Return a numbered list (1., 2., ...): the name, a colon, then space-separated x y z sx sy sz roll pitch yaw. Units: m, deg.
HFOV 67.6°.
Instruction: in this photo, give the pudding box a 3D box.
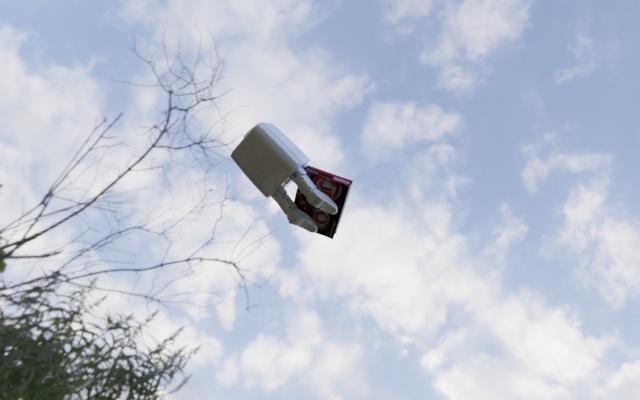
1. pudding box: 0.000 0.003 0.869 0.090 0.113 0.039 20 26 10
